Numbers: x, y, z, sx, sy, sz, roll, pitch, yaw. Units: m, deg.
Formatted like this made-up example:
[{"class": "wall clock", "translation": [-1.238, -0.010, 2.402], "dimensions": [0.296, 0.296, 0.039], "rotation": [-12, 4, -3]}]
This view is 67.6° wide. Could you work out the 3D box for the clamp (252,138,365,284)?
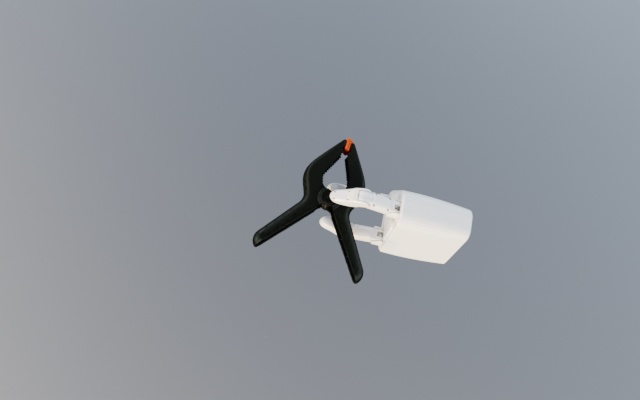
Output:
[{"class": "clamp", "translation": [0.001, 0.002, 0.701], "dimensions": [0.164, 0.210, 0.036], "rotation": [14, -17, -5]}]
